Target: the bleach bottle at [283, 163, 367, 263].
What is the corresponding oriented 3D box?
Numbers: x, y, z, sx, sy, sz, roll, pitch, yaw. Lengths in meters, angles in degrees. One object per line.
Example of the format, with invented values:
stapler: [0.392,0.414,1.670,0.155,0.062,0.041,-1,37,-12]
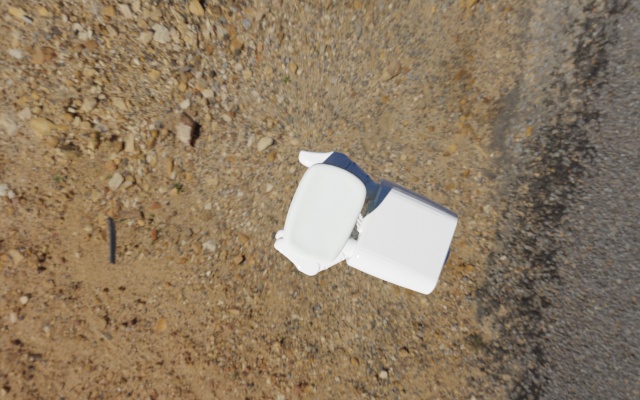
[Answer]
bleach bottle: [0.000,0.002,0.594,0.068,0.102,0.251,23,5,-4]
